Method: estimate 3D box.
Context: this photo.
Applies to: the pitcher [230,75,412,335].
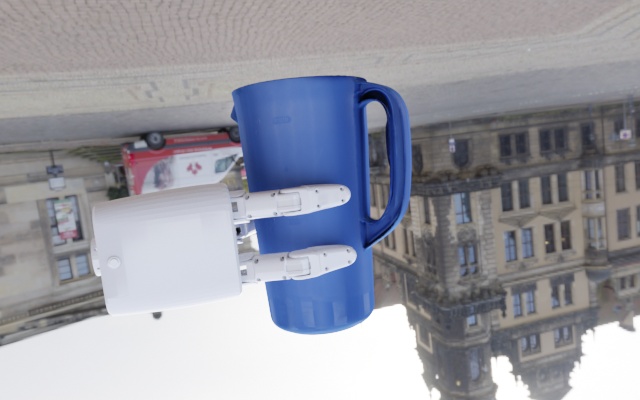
[{"bbox_3d":[0.000,0.002,0.475,0.145,0.243,0.149,-8,6,-18],"label":"pitcher"}]
